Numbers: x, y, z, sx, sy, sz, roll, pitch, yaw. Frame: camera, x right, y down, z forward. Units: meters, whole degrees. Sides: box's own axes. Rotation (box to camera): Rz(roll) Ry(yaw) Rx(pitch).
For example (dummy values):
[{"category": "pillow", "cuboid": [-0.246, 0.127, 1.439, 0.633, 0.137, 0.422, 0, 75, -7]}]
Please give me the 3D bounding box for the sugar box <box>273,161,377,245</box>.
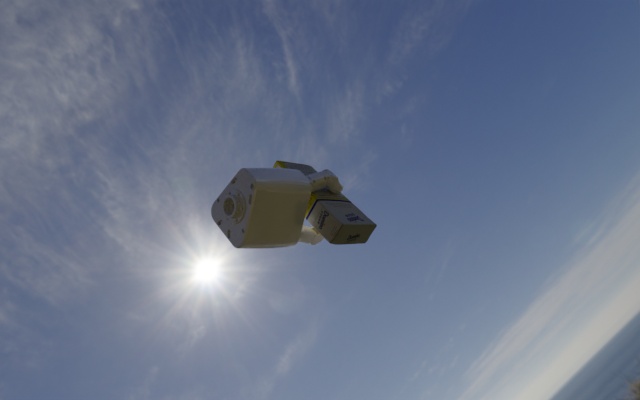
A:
[{"category": "sugar box", "cuboid": [0.000, 0.003, 0.780, 0.093, 0.048, 0.176, 4, 34, -49]}]
